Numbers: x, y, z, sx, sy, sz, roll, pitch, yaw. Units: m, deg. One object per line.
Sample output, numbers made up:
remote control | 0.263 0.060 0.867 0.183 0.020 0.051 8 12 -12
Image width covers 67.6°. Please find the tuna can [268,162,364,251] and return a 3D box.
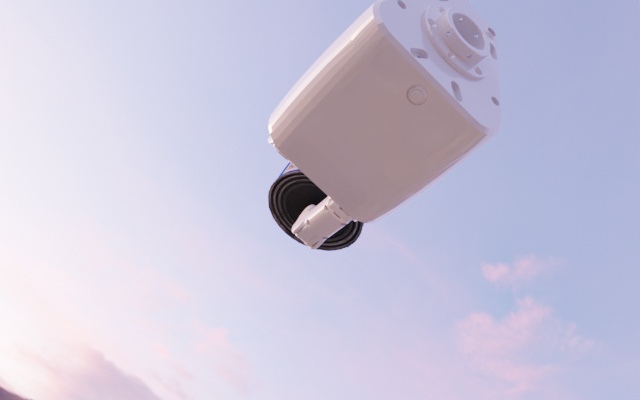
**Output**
tuna can | 0.000 0.001 0.414 0.086 0.086 0.033 0 38 27
